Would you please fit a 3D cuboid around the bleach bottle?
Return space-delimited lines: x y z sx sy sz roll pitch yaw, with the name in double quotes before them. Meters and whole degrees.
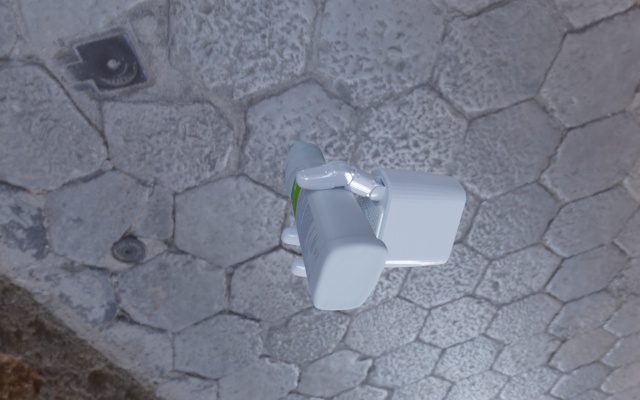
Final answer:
"bleach bottle" 0.000 0.002 0.567 0.068 0.103 0.250 3 39 -19
